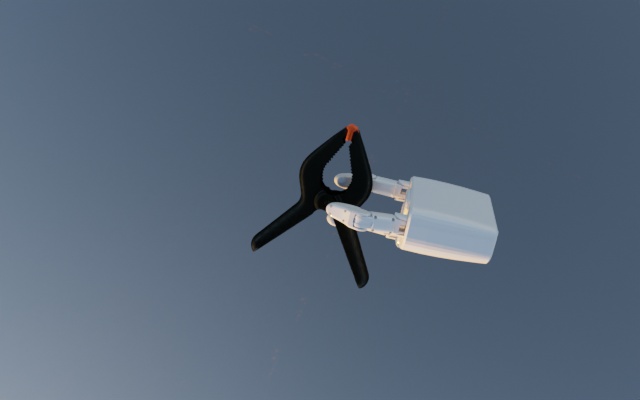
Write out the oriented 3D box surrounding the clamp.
[{"bbox_3d":[0.000,0.002,0.618,0.164,0.210,0.036,12,16,4],"label":"clamp"}]
